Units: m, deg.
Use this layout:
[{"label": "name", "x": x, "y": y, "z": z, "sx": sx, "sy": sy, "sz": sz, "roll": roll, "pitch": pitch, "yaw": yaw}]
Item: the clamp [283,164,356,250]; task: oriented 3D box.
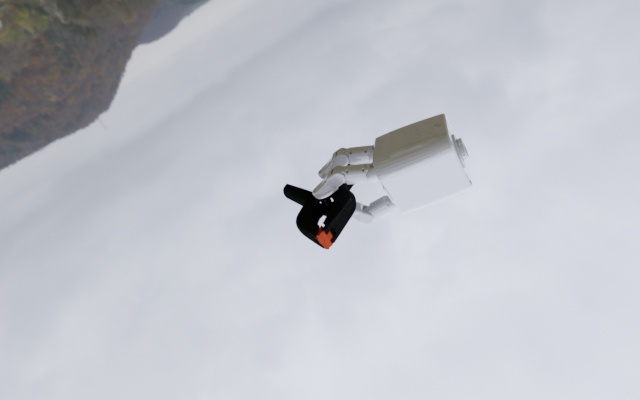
[{"label": "clamp", "x": 0.001, "y": 0.003, "z": 0.719, "sx": 0.164, "sy": 0.036, "sz": 0.209, "roll": -23, "pitch": 28, "yaw": 23}]
